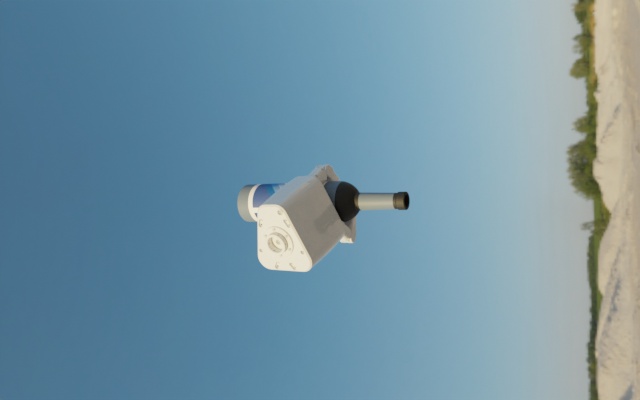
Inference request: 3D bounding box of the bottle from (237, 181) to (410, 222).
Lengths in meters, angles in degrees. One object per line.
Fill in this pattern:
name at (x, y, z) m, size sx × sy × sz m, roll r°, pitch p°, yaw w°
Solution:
bottle at (0.000, 0.002, 0.779) m, size 0.296 × 0.069 × 0.069 m, roll -1°, pitch -1°, yaw 30°
